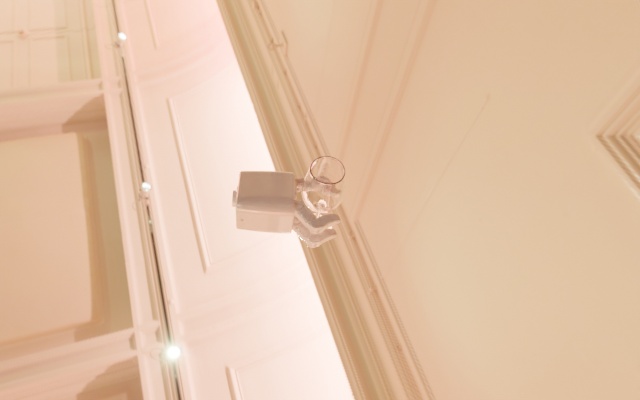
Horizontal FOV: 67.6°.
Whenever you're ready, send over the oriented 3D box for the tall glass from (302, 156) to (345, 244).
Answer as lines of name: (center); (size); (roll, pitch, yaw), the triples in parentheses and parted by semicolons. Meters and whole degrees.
tall glass: (0.000, 0.003, 0.900); (0.079, 0.079, 0.201); (0, -34, -9)
